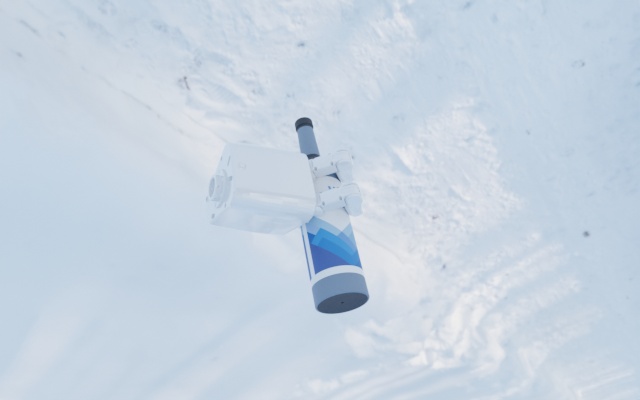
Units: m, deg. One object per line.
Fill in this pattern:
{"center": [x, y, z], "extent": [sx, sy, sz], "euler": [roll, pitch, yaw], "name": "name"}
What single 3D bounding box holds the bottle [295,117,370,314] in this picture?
{"center": [0.000, 0.002, 0.648], "extent": [0.069, 0.295, 0.069], "euler": [-9, -33, -6], "name": "bottle"}
